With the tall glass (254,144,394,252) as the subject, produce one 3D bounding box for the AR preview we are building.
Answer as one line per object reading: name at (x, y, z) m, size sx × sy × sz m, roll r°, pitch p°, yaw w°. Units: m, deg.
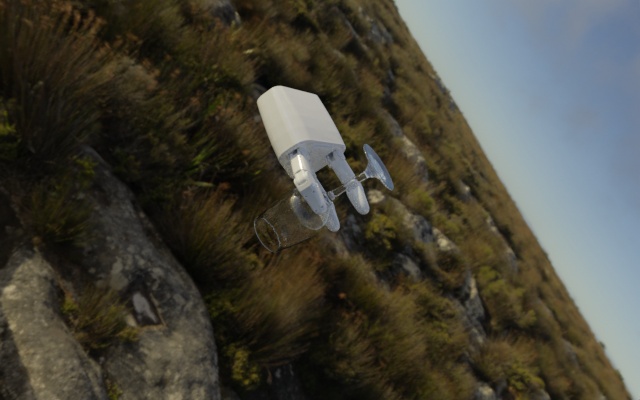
tall glass at (0.001, 0.002, 0.688) m, size 0.201 × 0.079 × 0.079 m, roll -32°, pitch -11°, yaw 19°
